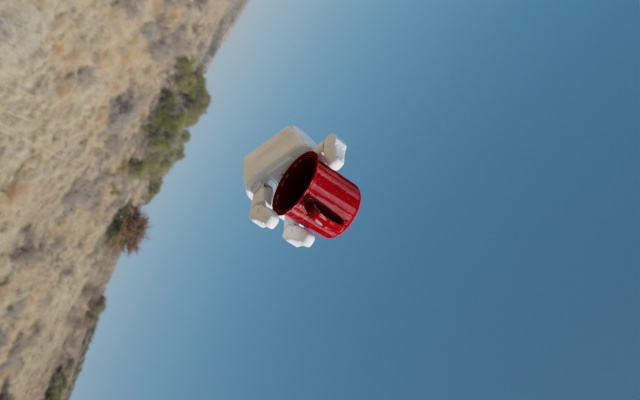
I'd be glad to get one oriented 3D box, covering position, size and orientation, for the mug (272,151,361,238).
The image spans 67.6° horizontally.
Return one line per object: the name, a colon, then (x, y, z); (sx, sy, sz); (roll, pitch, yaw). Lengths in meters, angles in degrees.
mug: (0.001, 0.003, 0.602); (0.081, 0.093, 0.117); (32, 15, -26)
